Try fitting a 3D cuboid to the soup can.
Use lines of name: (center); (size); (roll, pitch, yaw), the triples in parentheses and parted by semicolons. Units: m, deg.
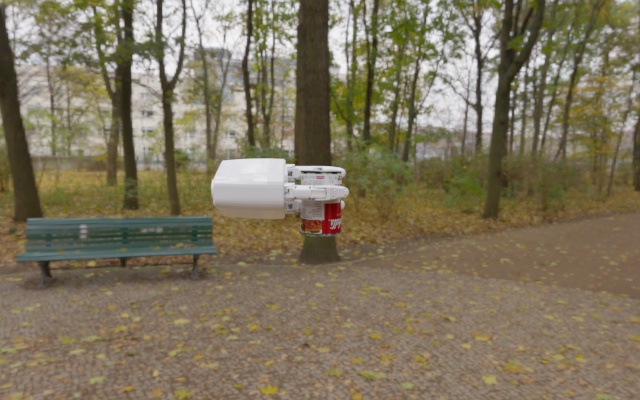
soup can: (0.001, 0.002, 0.770); (0.068, 0.102, 0.068); (1, 5, 0)
